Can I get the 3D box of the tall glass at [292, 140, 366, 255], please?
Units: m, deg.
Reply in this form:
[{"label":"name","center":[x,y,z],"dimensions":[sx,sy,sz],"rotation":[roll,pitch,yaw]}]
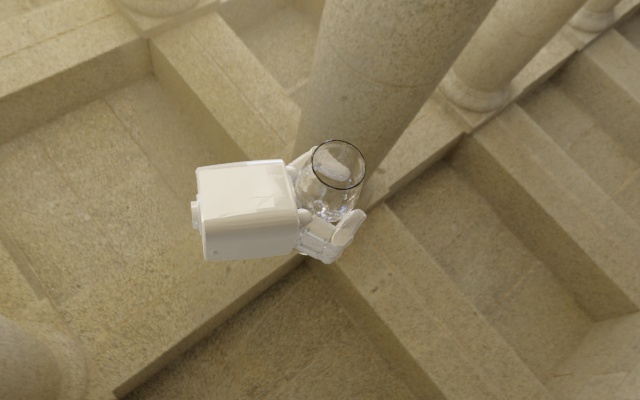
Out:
[{"label":"tall glass","center":[0.000,0.002,0.601],"dimensions":[0.079,0.079,0.201],"rotation":[0,-24,-13]}]
